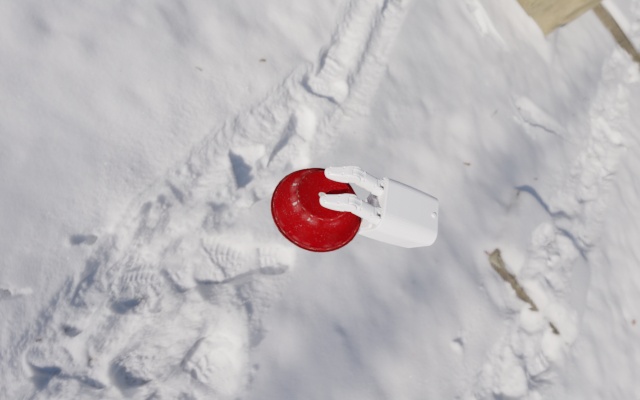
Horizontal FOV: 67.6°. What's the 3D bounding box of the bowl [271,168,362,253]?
[{"bbox_3d":[-0.001,0.002,0.798,0.162,0.162,0.055,0,-27,-15],"label":"bowl"}]
